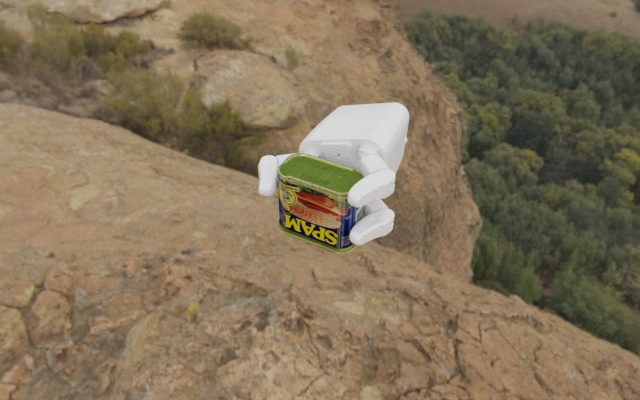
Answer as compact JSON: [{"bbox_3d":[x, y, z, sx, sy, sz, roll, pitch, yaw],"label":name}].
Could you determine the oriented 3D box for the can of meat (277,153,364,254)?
[{"bbox_3d":[0.000,0.002,0.543,0.102,0.084,0.057,19,42,21],"label":"can of meat"}]
